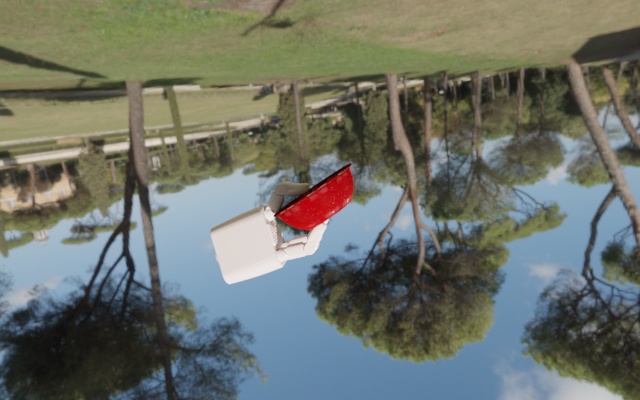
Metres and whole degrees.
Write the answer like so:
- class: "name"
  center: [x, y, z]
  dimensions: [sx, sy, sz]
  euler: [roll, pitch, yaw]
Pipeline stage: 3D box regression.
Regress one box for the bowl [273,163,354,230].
- class: "bowl"
  center: [0.001, 0.002, 0.816]
  dimensions: [0.162, 0.055, 0.162]
  euler: [-34, 4, 3]
